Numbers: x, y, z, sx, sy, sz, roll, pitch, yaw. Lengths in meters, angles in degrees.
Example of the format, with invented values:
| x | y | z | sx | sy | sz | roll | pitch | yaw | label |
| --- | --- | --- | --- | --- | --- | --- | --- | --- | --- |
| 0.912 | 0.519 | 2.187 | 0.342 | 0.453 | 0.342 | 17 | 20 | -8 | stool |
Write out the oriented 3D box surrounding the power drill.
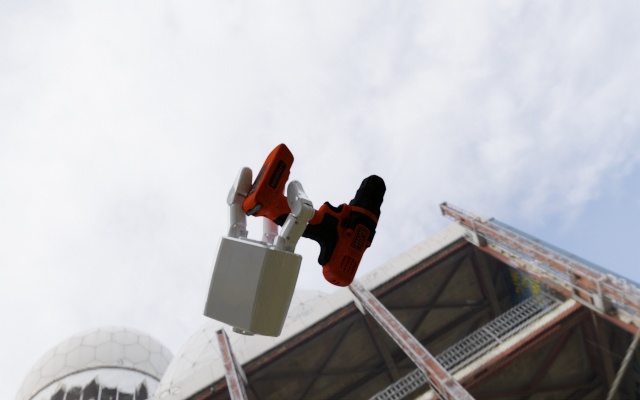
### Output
| x | y | z | sx | sy | sz | roll | pitch | yaw | label |
| --- | --- | --- | --- | --- | --- | --- | --- | --- | --- |
| 0.000 | 0.002 | 0.669 | 0.188 | 0.184 | 0.057 | 33 | -31 | -15 | power drill |
